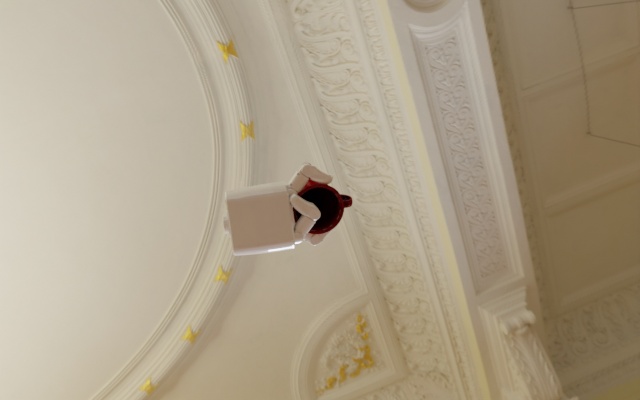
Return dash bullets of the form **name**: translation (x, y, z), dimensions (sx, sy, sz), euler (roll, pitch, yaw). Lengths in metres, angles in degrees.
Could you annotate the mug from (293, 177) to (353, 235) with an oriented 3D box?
- **mug**: translation (0.002, 0.003, 0.874), dimensions (0.117, 0.093, 0.081), euler (-8, 19, -10)
